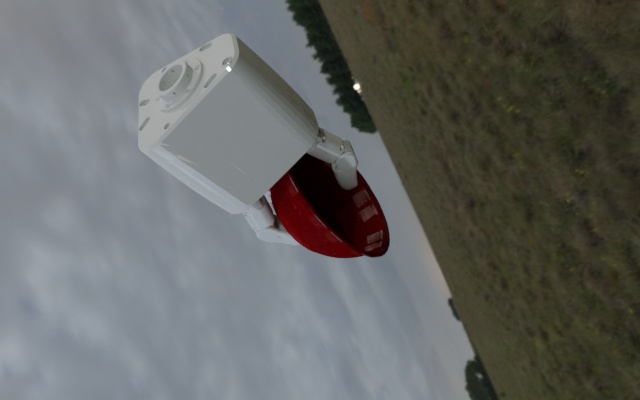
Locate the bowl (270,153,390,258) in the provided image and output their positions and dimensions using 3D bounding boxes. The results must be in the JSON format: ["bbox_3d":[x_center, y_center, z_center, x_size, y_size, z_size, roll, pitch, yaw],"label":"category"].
[{"bbox_3d":[0.001,0.003,0.495,0.055,0.162,0.162,-38,-19,25],"label":"bowl"}]
